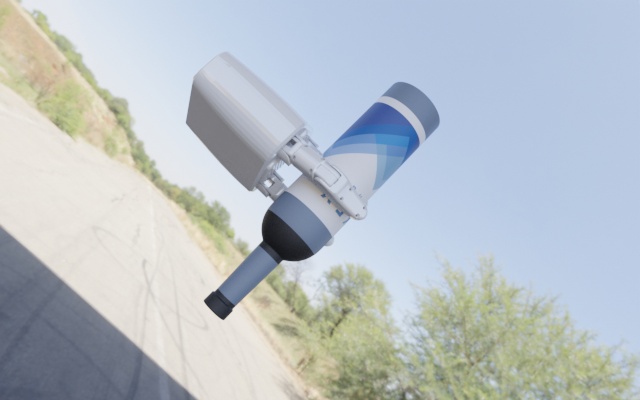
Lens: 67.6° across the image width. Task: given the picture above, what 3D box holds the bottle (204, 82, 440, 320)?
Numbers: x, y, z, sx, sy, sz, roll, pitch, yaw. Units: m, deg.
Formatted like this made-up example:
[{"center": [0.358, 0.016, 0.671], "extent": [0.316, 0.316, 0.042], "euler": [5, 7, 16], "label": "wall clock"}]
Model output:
[{"center": [0.000, 0.001, 0.480], "extent": [0.295, 0.069, 0.069], "euler": [-45, 12, -12], "label": "bottle"}]
